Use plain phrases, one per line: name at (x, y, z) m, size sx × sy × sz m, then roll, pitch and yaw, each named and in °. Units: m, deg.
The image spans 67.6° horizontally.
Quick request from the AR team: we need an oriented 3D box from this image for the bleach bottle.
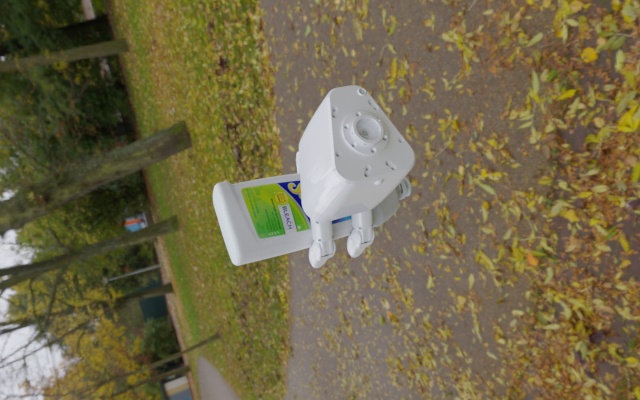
bleach bottle at (0.000, 0.002, 0.606) m, size 0.251 × 0.102 × 0.068 m, roll -15°, pitch -15°, yaw -22°
